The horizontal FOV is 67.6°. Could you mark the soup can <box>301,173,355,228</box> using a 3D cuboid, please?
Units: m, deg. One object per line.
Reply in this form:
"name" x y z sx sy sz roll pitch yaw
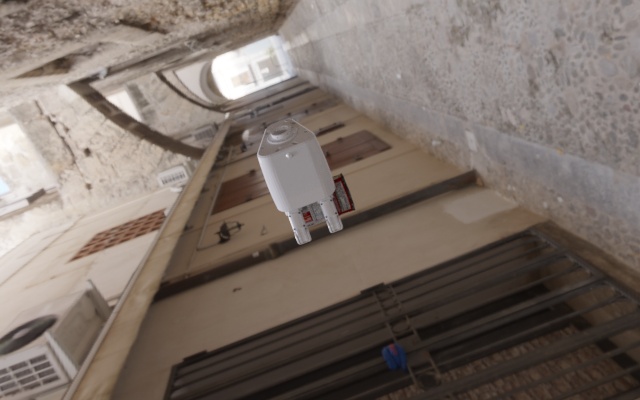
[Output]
"soup can" 0.000 0.003 0.812 0.102 0.068 0.068 -21 0 0
